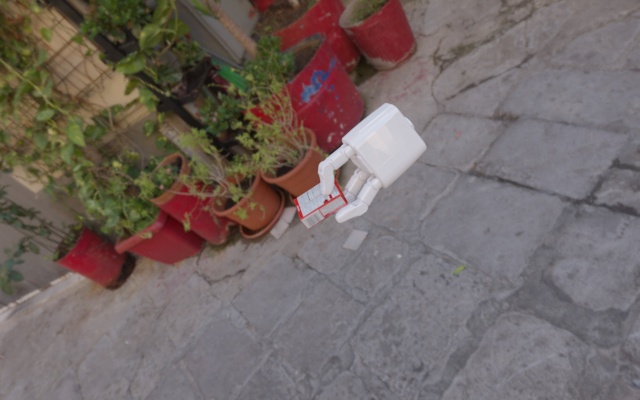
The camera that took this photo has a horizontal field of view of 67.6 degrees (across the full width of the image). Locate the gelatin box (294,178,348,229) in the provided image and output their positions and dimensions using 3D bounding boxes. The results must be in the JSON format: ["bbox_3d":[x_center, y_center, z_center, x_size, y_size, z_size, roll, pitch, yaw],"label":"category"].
[{"bbox_3d":[0.000,0.003,0.874,0.089,0.030,0.073,-32,33,6],"label":"gelatin box"}]
